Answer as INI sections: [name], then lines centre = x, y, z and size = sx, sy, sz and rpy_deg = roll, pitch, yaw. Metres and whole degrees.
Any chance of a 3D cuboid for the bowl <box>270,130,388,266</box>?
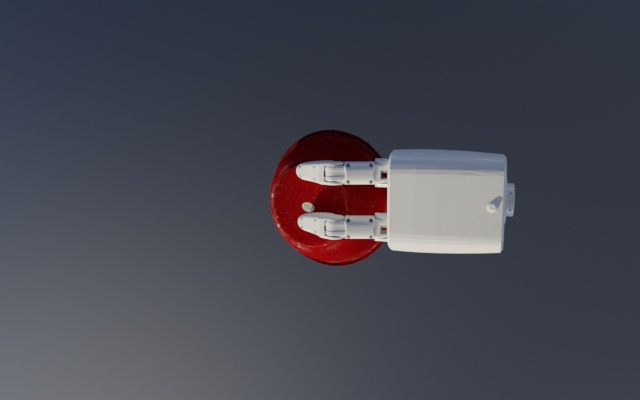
[bowl]
centre = -0.001, 0.002, 0.539
size = 0.162, 0.162, 0.055
rpy_deg = 0, 8, 28
